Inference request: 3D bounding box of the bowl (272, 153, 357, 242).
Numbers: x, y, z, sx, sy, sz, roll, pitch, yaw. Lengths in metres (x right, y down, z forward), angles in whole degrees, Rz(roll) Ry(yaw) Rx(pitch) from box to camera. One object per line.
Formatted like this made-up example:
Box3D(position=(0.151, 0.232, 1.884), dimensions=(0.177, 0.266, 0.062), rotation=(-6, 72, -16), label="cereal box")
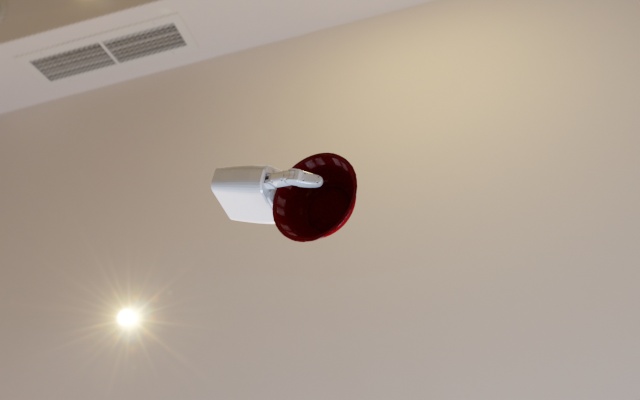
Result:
Box3D(position=(0.001, 0.003, 0.799), dimensions=(0.162, 0.162, 0.055), rotation=(0, -25, 34), label="bowl")
